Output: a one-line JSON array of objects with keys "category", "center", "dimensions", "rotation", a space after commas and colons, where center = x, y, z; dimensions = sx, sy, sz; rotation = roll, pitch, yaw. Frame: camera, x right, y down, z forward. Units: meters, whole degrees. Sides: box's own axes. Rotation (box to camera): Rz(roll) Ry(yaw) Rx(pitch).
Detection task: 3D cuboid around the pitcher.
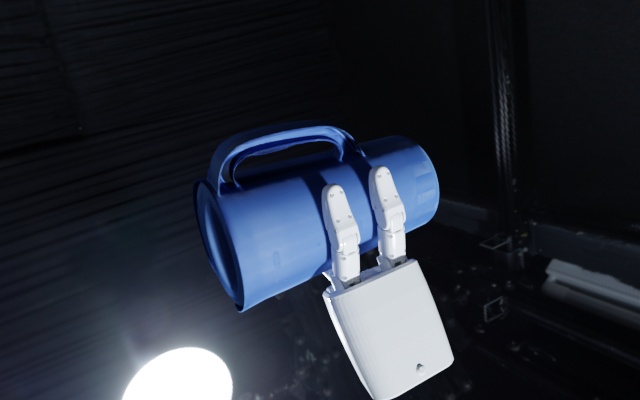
[{"category": "pitcher", "center": [0.000, 0.002, 0.493], "dimensions": [0.243, 0.145, 0.149], "rotation": [-19, -8, -24]}]
